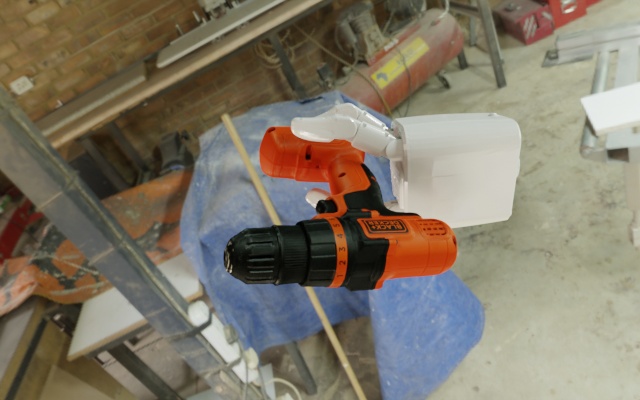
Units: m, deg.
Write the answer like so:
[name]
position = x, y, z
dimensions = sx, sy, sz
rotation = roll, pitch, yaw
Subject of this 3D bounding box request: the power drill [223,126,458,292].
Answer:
[power drill]
position = 0.000, 0.001, 0.415
dimensions = 0.184, 0.057, 0.187
rotation = 1, 36, -21
